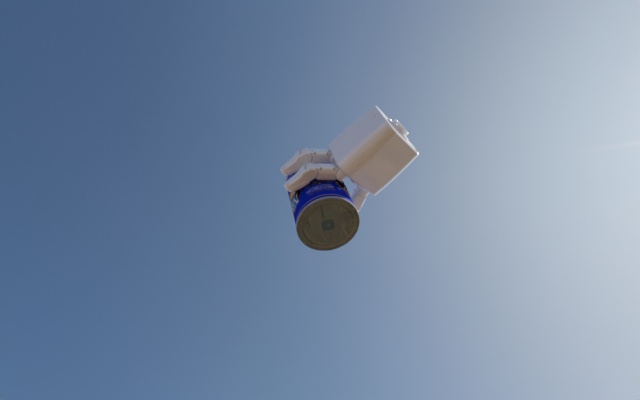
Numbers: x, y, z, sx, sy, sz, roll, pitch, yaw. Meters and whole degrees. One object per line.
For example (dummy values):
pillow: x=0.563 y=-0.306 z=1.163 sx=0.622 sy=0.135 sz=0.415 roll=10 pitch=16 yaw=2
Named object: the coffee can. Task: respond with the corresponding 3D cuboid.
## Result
coffee can: x=0.000 y=0.003 z=0.811 sx=0.103 sy=0.103 sz=0.140 roll=0 pitch=32 yaw=-13
